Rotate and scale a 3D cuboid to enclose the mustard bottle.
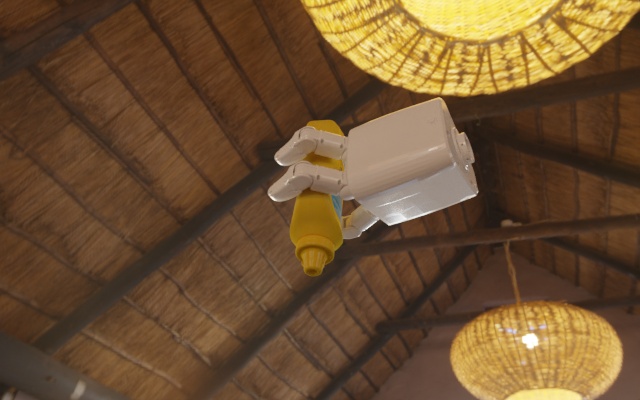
[{"bbox_3d":[0.000,0.002,0.550,0.058,0.191,0.096,-1,-42,7],"label":"mustard bottle"}]
